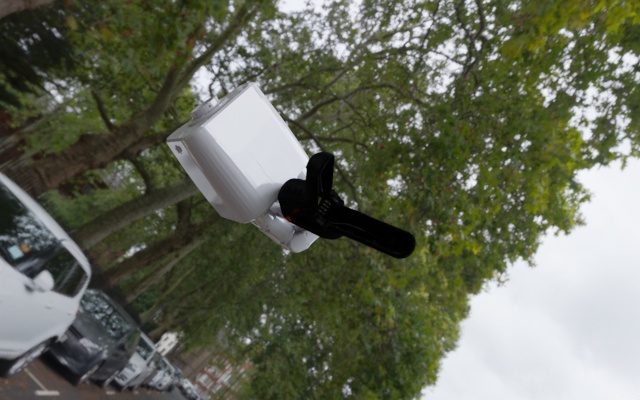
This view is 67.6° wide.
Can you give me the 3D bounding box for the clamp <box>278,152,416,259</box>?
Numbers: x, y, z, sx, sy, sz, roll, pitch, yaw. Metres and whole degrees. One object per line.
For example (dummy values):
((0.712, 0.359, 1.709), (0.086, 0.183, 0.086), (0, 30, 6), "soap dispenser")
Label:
((0.000, 0.001, 0.449), (0.039, 0.120, 0.171), (-48, 27, -23), "clamp")
